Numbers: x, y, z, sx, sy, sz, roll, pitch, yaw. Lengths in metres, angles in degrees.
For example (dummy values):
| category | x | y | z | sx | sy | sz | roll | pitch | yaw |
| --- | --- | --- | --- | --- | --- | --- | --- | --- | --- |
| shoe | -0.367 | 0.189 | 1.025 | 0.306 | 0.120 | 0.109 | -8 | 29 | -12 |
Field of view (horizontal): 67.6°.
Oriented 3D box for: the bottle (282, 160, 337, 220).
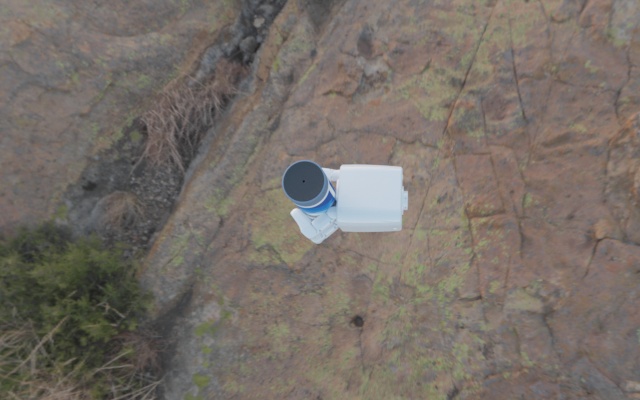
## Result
| category | x | y | z | sx | sy | sz | roll | pitch | yaw |
| --- | --- | --- | --- | --- | --- | --- | --- | --- | --- |
| bottle | 0.000 | 0.003 | 0.844 | 0.069 | 0.069 | 0.296 | 0 | -12 | 10 |
